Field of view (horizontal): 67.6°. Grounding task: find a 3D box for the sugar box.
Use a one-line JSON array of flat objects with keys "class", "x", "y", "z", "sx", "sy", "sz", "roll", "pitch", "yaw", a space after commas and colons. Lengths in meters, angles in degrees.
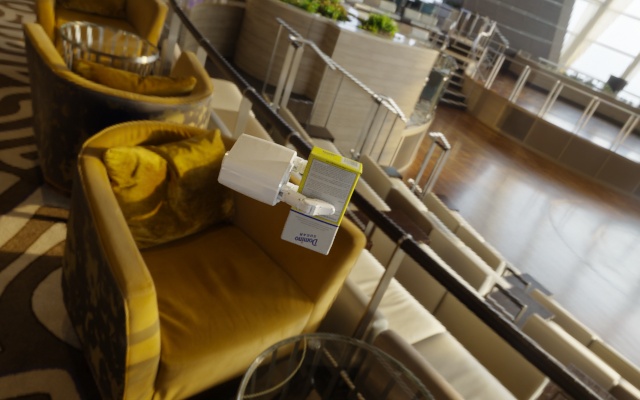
[{"class": "sugar box", "x": 0.000, "y": 0.002, "z": 0.847, "sx": 0.093, "sy": 0.176, "sz": 0.048, "roll": 21, "pitch": 27, "yaw": -2}]
